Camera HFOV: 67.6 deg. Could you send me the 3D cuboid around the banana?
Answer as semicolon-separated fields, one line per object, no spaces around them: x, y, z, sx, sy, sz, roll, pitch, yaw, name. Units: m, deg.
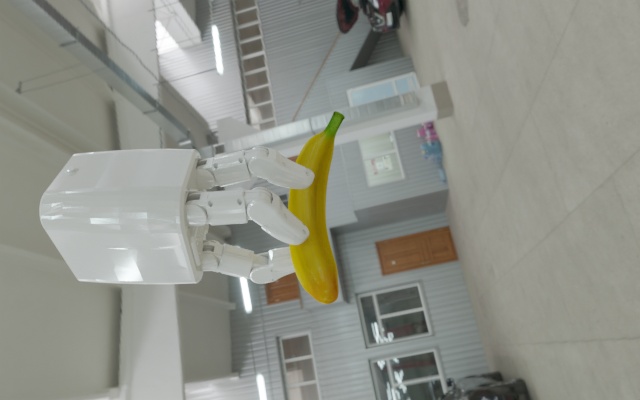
-0.007;0.008;0.435;0.037;0.197;0.070;13;-35;-17;banana
